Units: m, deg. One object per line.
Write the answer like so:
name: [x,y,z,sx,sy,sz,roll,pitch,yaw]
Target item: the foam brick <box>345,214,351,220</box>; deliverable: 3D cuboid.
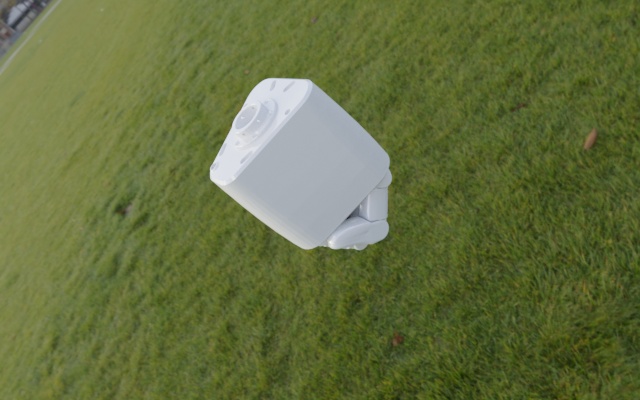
foam brick: [0.000,0.002,0.497,0.051,0.053,0.078,36,-9,-36]
